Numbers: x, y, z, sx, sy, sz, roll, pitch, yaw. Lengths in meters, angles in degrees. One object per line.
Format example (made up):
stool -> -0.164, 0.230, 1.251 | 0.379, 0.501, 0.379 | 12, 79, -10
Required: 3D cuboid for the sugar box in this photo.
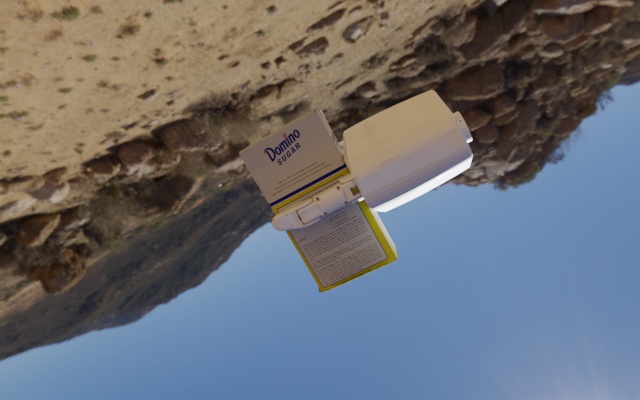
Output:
sugar box -> 0.000, 0.002, 0.505 | 0.093, 0.176, 0.048 | -27, 8, 13
